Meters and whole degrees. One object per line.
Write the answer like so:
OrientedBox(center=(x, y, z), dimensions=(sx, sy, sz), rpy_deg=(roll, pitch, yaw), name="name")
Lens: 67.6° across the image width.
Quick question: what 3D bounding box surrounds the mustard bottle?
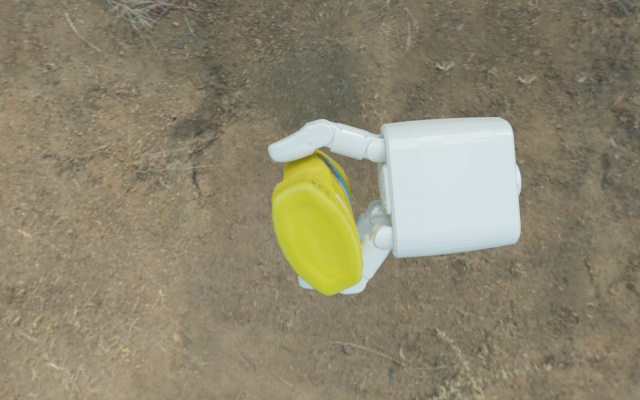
OrientedBox(center=(0.000, 0.002, 0.444), dimensions=(0.058, 0.096, 0.191), rpy_deg=(-27, 16, 10), name="mustard bottle")
